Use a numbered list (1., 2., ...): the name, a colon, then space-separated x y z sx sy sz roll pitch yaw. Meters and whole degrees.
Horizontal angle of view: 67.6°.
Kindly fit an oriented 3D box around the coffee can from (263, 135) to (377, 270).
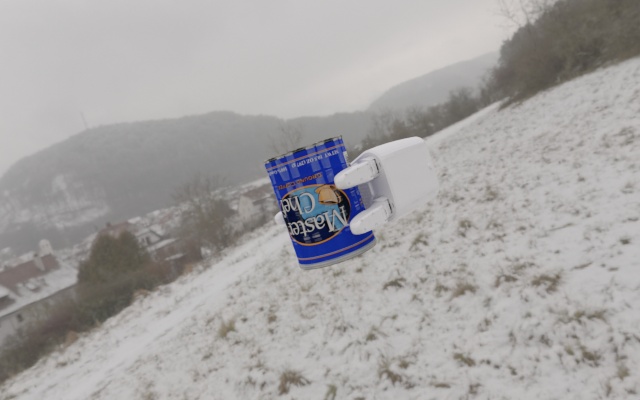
1. coffee can: 0.000 0.002 0.594 0.103 0.140 0.103 -19 5 2
